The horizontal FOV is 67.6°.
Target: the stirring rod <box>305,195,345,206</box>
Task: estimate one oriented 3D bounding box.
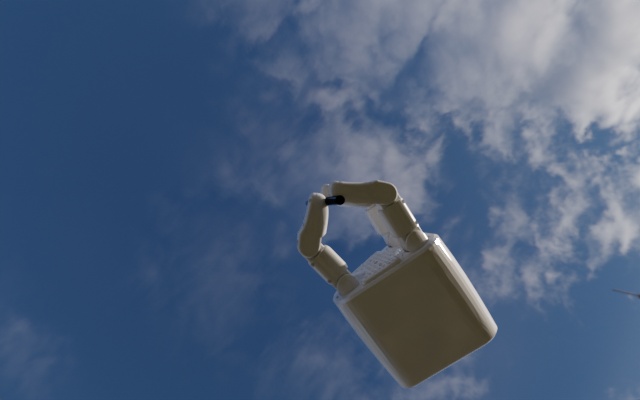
[{"bbox_3d":[0.000,0.002,0.501,0.011,0.011,0.239,0,-1,-7],"label":"stirring rod"}]
